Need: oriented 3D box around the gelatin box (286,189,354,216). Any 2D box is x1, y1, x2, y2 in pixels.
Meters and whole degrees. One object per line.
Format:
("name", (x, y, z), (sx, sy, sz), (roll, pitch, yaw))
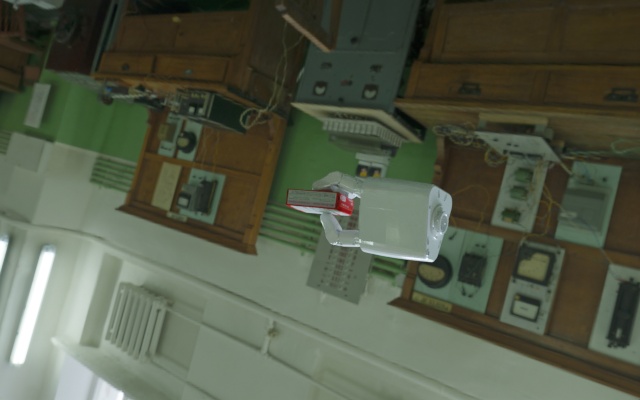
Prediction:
("gelatin box", (0.000, 0.003, 0.761), (0.089, 0.030, 0.073), (4, -8, 22))
